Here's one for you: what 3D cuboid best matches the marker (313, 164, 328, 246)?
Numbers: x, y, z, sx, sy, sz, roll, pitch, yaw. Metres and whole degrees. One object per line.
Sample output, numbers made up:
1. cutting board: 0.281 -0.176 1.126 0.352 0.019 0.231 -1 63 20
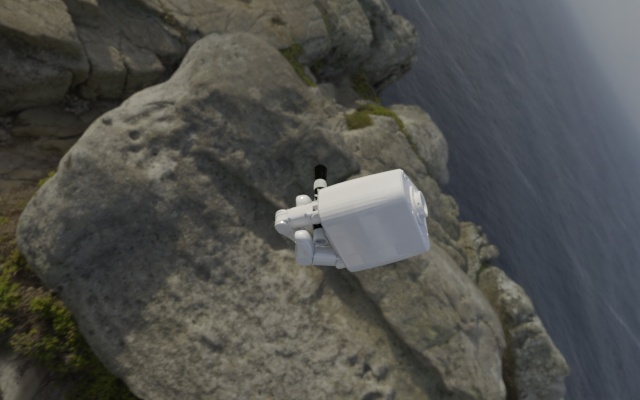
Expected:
1. marker: 0.000 0.002 0.620 0.020 0.121 0.020 0 -36 0
